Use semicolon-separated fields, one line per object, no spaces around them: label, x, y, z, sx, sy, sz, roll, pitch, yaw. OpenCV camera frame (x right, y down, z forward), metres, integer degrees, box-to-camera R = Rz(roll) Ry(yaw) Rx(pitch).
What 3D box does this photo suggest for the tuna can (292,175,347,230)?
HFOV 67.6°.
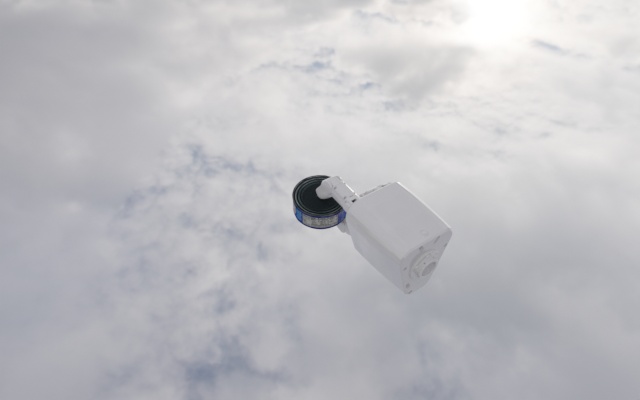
tuna can;0.000;0.003;0.725;0.086;0.086;0.034;0;-43;-1
